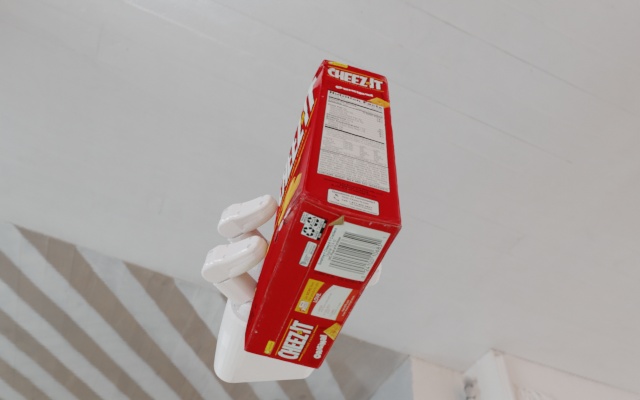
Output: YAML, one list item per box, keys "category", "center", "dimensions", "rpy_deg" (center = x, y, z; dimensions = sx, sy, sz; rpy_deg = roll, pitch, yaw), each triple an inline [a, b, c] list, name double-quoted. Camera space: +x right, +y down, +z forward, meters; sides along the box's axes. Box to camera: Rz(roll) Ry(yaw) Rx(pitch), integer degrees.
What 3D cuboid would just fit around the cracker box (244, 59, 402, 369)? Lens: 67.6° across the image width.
- category: "cracker box"
  center: [0.000, 0.001, 0.405]
  dimensions: [0.072, 0.164, 0.213]
  rpy_deg: [16, 38, -8]
